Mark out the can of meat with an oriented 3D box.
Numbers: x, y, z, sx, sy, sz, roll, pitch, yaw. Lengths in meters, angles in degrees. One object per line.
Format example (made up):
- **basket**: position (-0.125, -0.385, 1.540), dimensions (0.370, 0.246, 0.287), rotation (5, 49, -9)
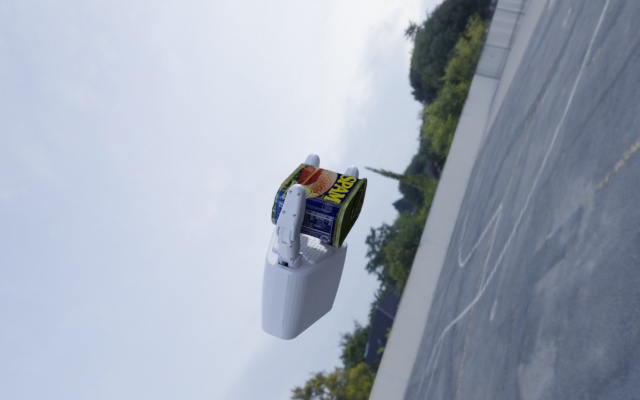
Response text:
- **can of meat**: position (0.000, 0.002, 0.563), dimensions (0.084, 0.057, 0.102), rotation (17, 32, 15)
